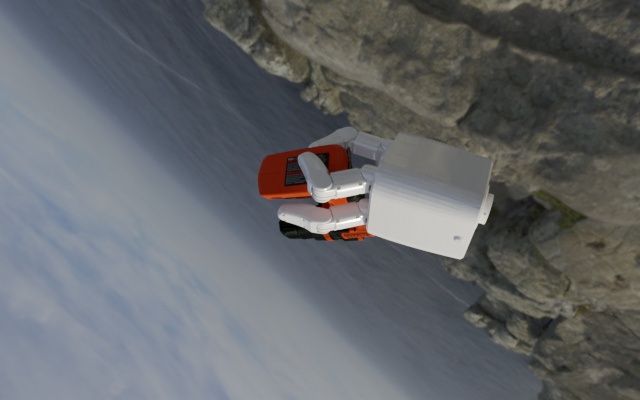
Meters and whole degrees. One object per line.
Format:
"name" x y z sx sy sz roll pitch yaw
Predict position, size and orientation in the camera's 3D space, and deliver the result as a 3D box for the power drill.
"power drill" 0.000 0.002 0.594 0.184 0.057 0.188 -8 -23 22
